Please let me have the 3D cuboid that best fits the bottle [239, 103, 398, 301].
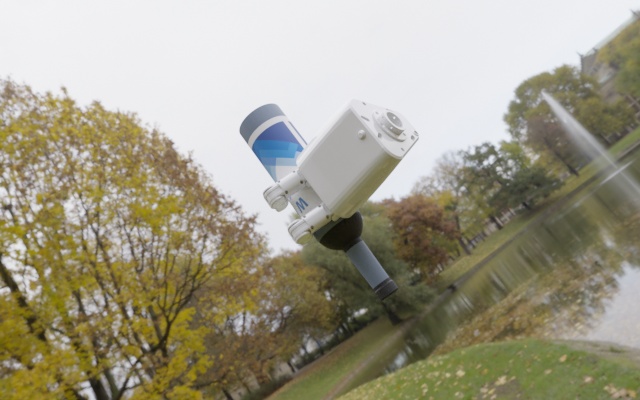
[{"bbox_3d":[0.000,0.002,0.623,0.069,0.295,0.069,-34,-16,-11],"label":"bottle"}]
